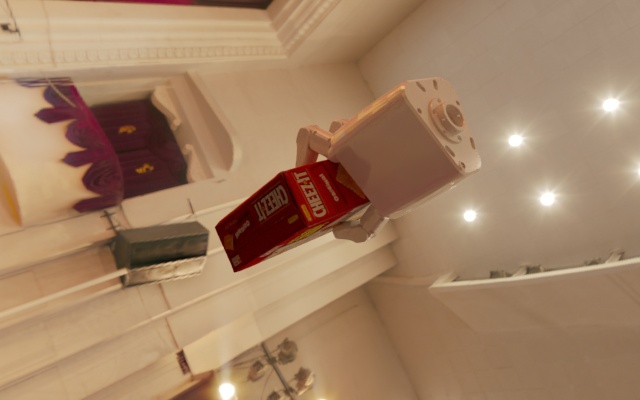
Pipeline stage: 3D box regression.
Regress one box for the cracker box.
[{"bbox_3d":[0.000,0.002,0.594,0.213,0.072,0.164,-19,-11,-43],"label":"cracker box"}]
